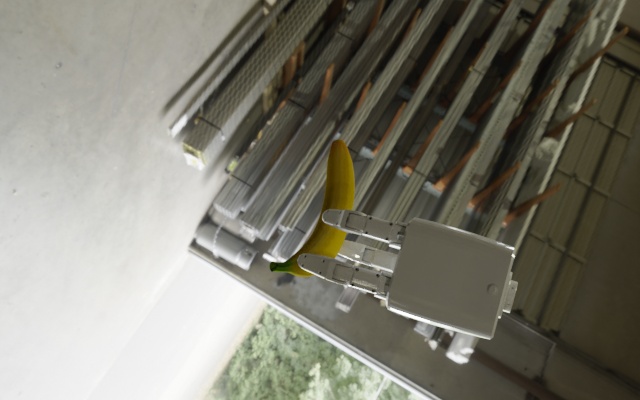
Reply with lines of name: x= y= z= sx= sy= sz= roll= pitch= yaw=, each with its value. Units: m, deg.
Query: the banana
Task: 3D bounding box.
banana: x=0.008 y=0.016 z=0.567 sx=0.037 sy=0.197 sz=0.070 roll=-5 pitch=-42 yaw=38
